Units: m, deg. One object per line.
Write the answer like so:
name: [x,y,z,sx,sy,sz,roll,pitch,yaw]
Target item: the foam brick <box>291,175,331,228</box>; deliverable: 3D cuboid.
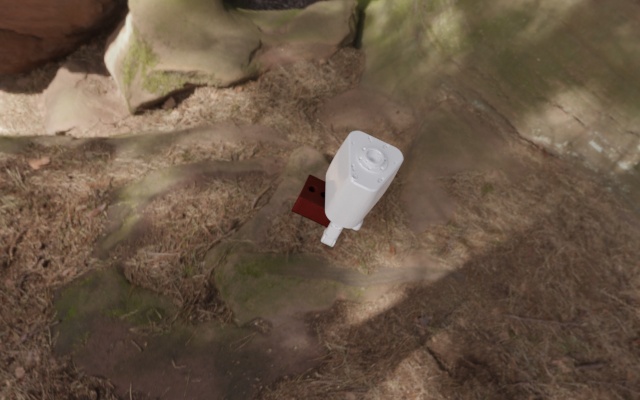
foam brick: [0.000,0.003,0.805,0.078,0.053,0.051,25,-36,-3]
